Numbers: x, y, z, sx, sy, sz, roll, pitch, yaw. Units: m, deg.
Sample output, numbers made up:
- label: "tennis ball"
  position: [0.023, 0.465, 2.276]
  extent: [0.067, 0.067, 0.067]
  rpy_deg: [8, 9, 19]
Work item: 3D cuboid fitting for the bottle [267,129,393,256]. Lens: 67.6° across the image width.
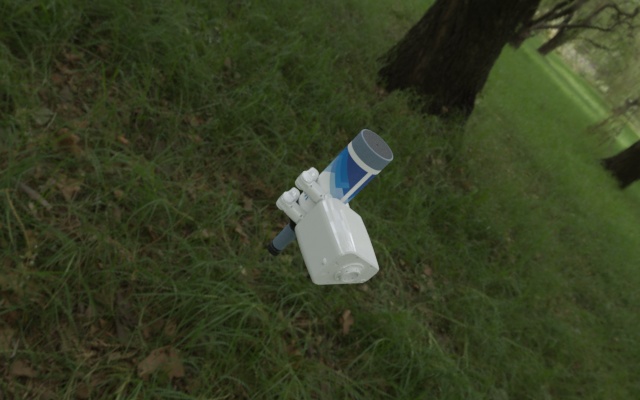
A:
- label: "bottle"
  position: [0.000, 0.002, 0.823]
  extent: [0.069, 0.069, 0.296]
  rpy_deg: [0, -38, -50]
